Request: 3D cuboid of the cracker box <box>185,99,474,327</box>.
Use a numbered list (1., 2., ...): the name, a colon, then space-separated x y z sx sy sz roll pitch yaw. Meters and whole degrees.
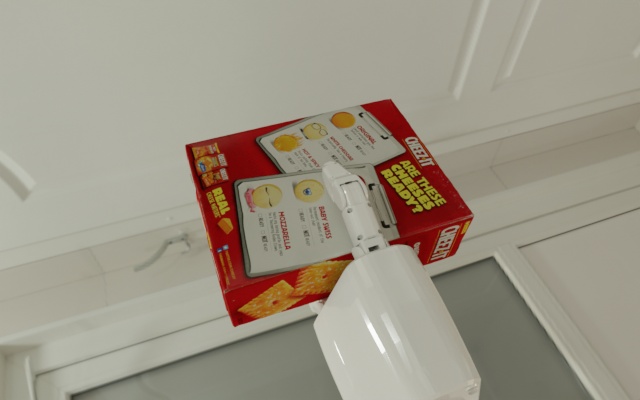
1. cracker box: 0.000 0.001 0.441 0.213 0.164 0.072 -15 -37 -14
